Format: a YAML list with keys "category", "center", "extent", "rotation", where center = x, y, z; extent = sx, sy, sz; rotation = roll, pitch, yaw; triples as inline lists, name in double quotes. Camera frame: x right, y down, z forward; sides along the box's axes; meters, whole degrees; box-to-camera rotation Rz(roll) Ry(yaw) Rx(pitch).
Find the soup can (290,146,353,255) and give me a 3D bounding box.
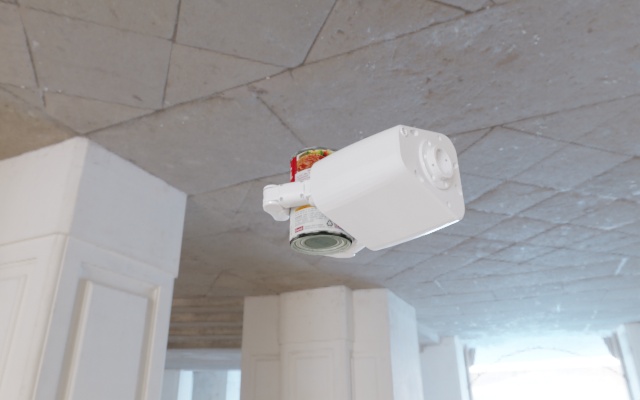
- category: "soup can"
  center: [0.000, 0.002, 0.524]
  extent: [0.068, 0.102, 0.068]
  rotation: [-1, -24, 0]
